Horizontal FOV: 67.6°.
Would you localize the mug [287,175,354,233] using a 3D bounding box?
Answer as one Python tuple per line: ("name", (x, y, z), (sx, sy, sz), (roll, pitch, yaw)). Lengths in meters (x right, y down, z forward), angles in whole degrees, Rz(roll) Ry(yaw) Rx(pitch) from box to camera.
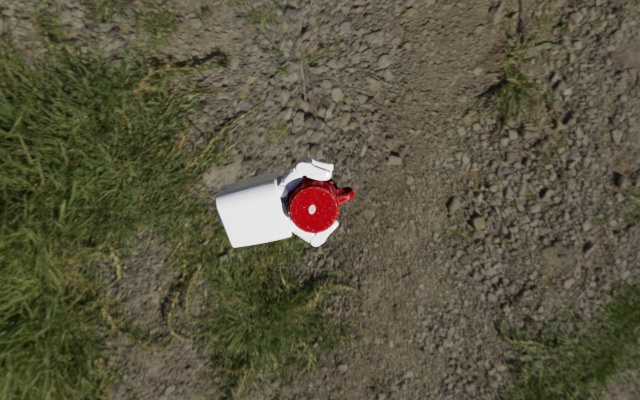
("mug", (0.002, 0.002, 0.801), (0.117, 0.093, 0.081), (-13, 16, 2))
